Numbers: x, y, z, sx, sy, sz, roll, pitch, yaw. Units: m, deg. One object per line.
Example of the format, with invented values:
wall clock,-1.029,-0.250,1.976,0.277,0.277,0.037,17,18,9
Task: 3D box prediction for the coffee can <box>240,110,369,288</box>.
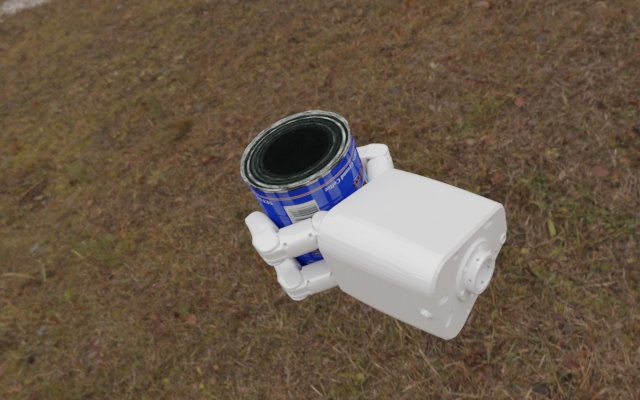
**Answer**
coffee can,0.000,0.001,0.456,0.103,0.102,0.140,0,-42,26
